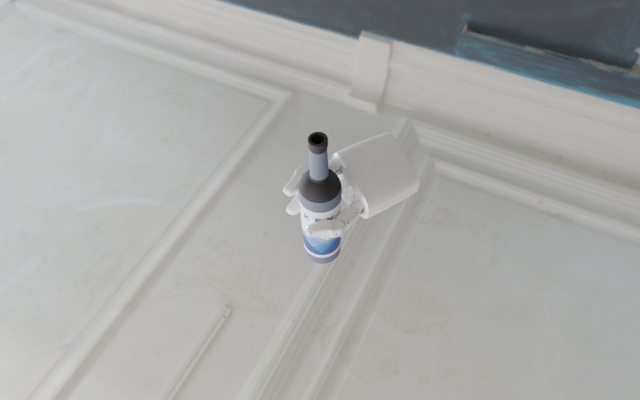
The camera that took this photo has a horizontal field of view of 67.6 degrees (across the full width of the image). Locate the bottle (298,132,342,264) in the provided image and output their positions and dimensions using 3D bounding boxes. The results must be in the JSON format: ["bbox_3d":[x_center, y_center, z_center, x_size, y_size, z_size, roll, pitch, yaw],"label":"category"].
[{"bbox_3d":[0.000,0.003,0.756,0.069,0.069,0.296,0,-35,2],"label":"bottle"}]
